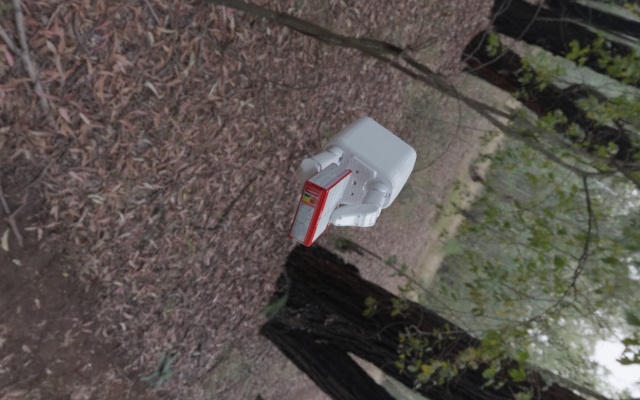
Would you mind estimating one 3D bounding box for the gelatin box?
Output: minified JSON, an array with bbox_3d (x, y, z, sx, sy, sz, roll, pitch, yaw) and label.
[{"bbox_3d":[0.000,0.002,0.555,0.030,0.073,0.089,25,26,12],"label":"gelatin box"}]
